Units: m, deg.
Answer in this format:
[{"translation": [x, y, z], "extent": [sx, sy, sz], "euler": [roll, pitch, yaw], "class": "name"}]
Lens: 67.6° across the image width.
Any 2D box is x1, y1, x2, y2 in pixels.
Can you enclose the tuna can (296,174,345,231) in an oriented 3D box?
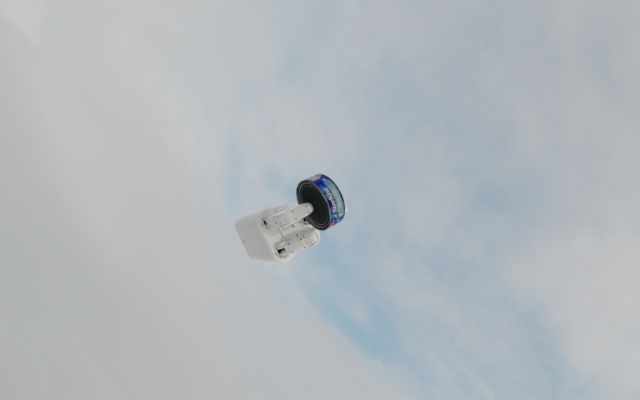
[{"translation": [0.001, 0.002, 0.751], "extent": [0.033, 0.086, 0.086], "euler": [-26, 14, -30], "class": "tuna can"}]
